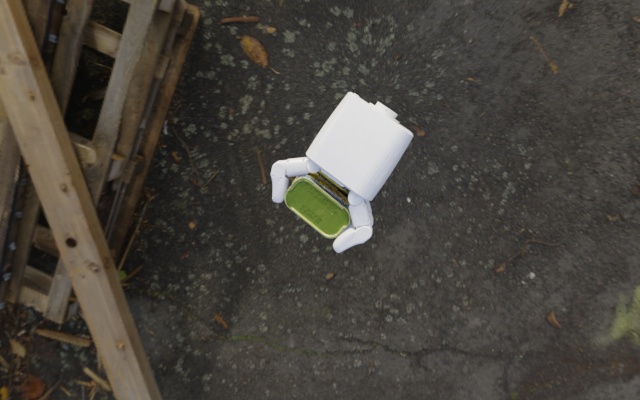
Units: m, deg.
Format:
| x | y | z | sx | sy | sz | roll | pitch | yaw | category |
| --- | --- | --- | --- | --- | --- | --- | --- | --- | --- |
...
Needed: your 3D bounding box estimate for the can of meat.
| x | y | z | sx | sy | sz | roll | pitch | yaw | category |
| --- | --- | --- | --- | --- | --- | --- | --- | --- | --- |
| 0.000 | 0.002 | 0.693 | 0.102 | 0.057 | 0.084 | 38 | 13 | -3 | can of meat |
